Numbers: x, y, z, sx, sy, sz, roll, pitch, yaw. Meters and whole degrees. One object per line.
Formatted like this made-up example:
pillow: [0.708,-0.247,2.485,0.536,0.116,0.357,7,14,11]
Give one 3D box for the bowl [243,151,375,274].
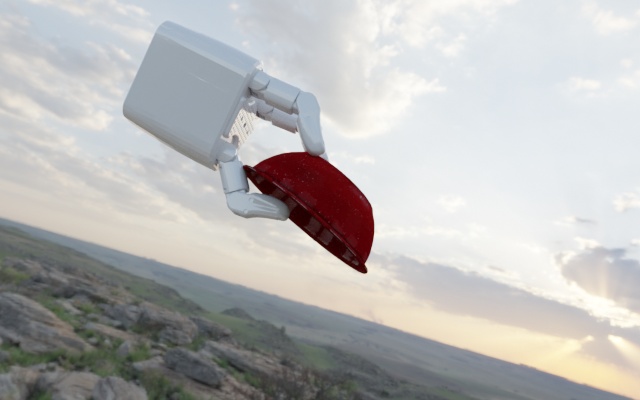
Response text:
bowl: [0.001,0.002,0.478,0.162,0.055,0.162,40,-9,8]
